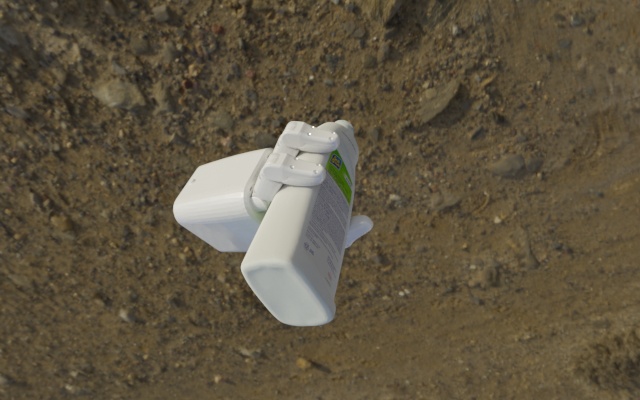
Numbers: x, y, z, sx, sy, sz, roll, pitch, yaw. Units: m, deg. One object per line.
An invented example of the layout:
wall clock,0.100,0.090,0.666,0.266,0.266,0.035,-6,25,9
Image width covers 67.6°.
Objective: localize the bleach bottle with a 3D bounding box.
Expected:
bleach bottle,0.000,0.002,0.517,0.068,0.103,0.250,-10,38,28
